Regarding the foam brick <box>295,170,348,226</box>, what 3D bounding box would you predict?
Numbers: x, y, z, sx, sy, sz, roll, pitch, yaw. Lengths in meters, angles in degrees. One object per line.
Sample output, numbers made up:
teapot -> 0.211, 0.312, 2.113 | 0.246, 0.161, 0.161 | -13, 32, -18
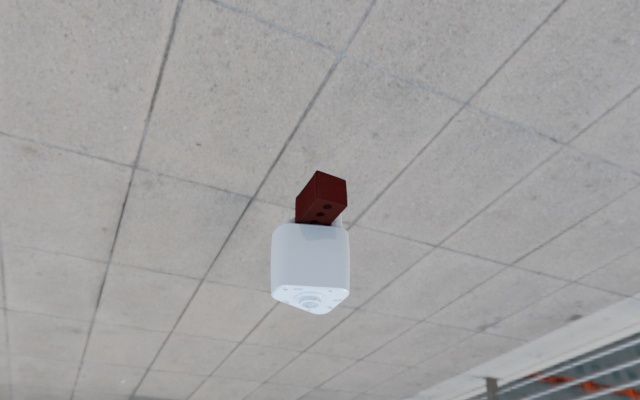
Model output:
foam brick -> 0.000, 0.002, 0.724 | 0.053, 0.051, 0.078 | 16, -40, -21
